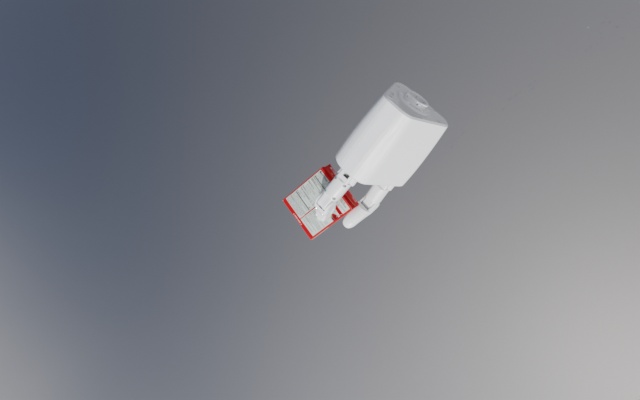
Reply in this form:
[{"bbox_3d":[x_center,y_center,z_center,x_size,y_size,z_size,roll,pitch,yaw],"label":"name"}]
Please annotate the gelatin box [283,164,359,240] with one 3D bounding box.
[{"bbox_3d":[0.000,0.003,0.687,0.089,0.073,0.030,-38,-4,30],"label":"gelatin box"}]
